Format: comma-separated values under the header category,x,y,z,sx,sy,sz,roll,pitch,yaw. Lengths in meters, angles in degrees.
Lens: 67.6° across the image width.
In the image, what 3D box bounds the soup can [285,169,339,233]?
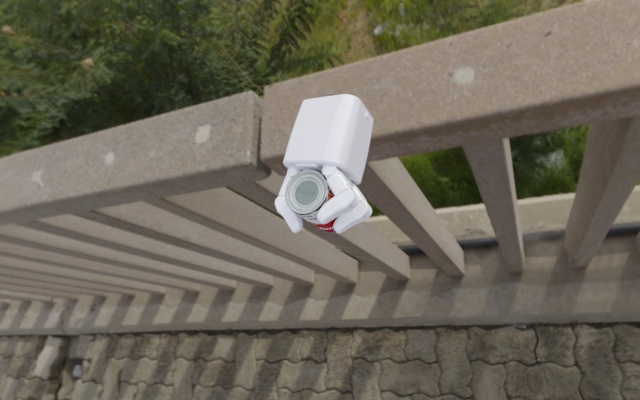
category,x,y,z,sx,sy,sz,roll,pitch,yaw
soup can,0.000,0.003,0.696,0.068,0.068,0.102,0,-17,25
